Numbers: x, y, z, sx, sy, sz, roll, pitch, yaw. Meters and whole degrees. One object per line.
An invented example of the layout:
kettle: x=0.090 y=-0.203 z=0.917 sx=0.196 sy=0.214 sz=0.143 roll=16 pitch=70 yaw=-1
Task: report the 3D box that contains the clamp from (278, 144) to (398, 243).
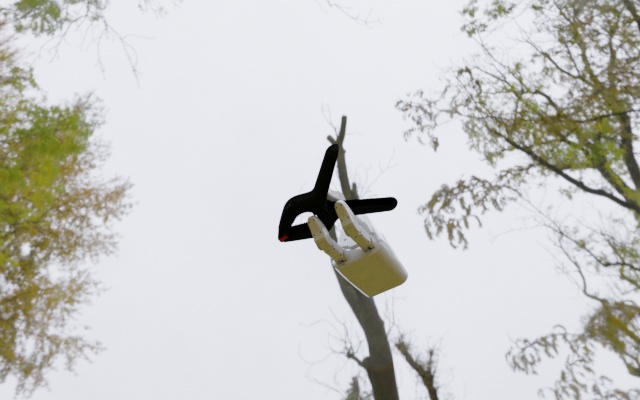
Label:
clamp: x=0.000 y=0.002 z=0.794 sx=0.210 sy=0.036 sz=0.165 roll=-28 pitch=-55 yaw=22
